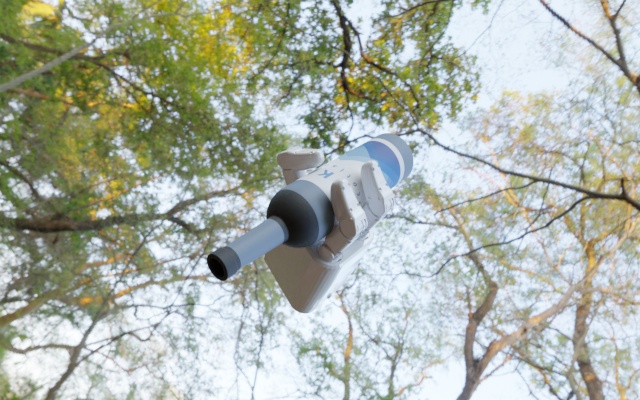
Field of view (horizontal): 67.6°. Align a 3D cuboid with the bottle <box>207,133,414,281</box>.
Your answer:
[{"bbox_3d":[0.000,0.002,0.518,0.069,0.069,0.295,0,23,42],"label":"bottle"}]
